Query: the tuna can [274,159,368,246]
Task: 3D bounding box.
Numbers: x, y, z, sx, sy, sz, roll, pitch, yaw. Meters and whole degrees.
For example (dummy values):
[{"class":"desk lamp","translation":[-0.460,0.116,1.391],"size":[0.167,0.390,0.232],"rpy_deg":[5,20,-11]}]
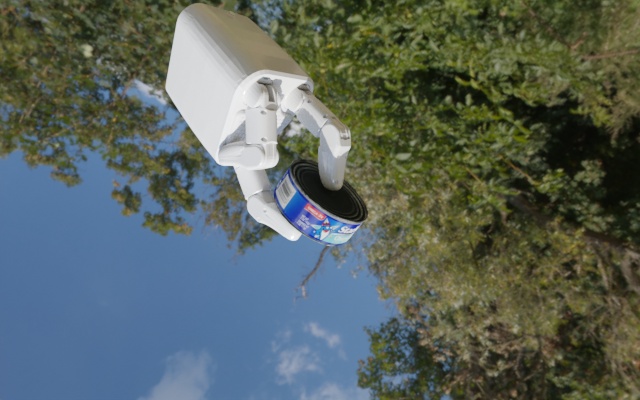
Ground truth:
[{"class":"tuna can","translation":[0.000,0.002,0.444],"size":[0.086,0.034,0.086],"rpy_deg":[30,26,-16]}]
